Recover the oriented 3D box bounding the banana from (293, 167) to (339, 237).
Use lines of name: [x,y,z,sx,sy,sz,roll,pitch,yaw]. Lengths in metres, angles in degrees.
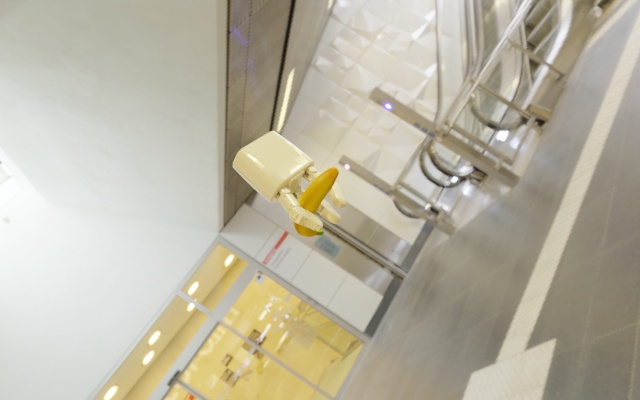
banana: [-0.015,0.013,0.866,0.069,0.037,0.198,-29,-26,-28]
